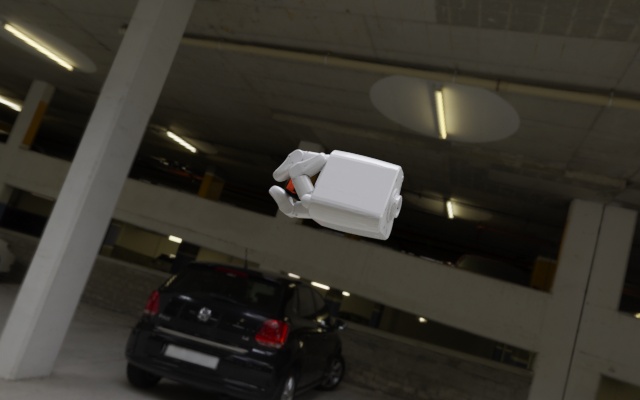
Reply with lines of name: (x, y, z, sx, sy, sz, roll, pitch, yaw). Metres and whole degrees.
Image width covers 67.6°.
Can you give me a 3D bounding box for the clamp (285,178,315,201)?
clamp: (0.000, 0.002, 0.791, 0.120, 0.039, 0.171, 14, -10, 19)
